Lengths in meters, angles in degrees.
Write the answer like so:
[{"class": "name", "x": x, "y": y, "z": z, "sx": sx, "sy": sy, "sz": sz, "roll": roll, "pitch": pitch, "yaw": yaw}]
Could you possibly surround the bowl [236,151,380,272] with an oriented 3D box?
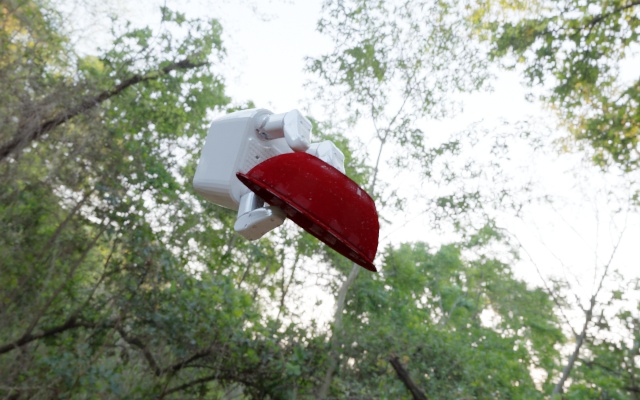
[{"class": "bowl", "x": 0.001, "y": 0.002, "z": 0.457, "sx": 0.162, "sy": 0.055, "sz": 0.162, "roll": 35, "pitch": -7, "yaw": 5}]
